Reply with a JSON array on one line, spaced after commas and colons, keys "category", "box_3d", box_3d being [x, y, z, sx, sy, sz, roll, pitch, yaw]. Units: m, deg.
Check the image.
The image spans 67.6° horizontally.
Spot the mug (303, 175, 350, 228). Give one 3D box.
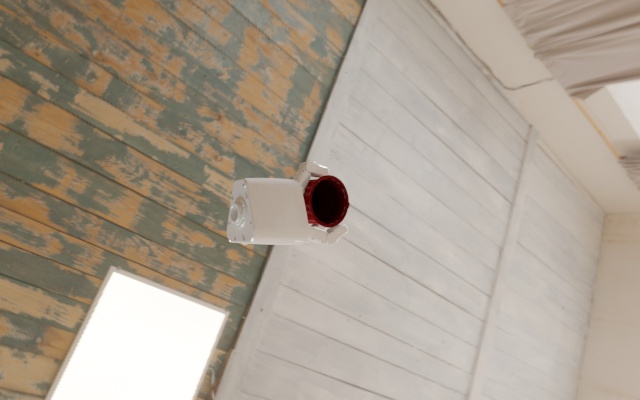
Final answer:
[{"category": "mug", "box_3d": [0.001, 0.003, 0.881, 0.117, 0.093, 0.081, 4, -4, -39]}]
